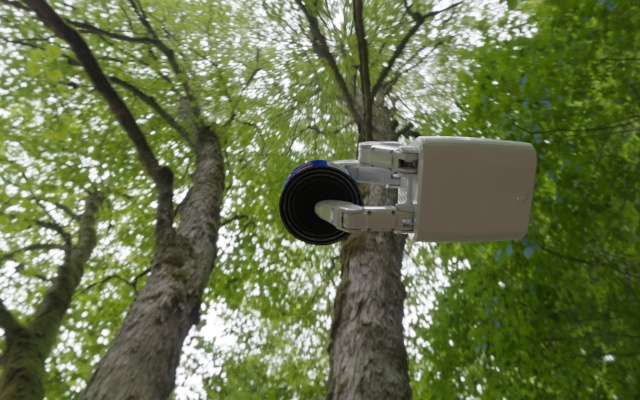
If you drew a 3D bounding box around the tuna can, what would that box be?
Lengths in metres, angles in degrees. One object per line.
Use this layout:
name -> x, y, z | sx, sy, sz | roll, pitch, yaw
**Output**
tuna can -> 0.000, 0.001, 0.500 | 0.086, 0.086, 0.033 | 0, 18, -3
